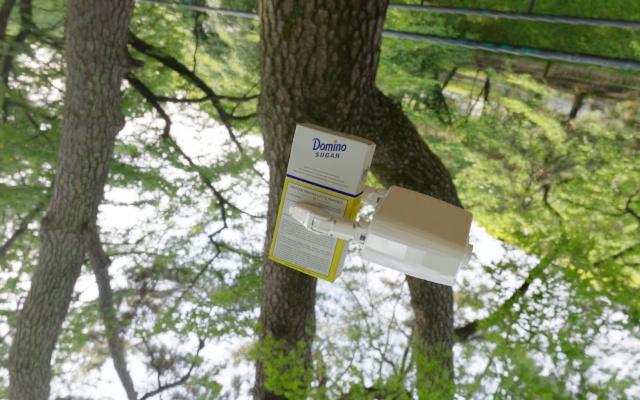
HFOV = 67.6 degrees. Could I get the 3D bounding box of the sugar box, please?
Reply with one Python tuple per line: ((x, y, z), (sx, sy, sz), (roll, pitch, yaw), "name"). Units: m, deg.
((0.000, 0.002, 0.585), (0.093, 0.176, 0.048), (19, 14, 16), "sugar box")
